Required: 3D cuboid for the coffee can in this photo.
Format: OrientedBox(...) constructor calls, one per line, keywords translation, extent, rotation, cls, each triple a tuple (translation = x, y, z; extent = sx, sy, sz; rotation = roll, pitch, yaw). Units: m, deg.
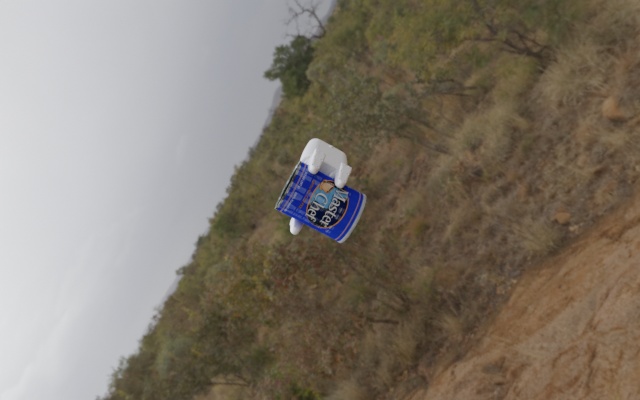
OrientedBox(translation=(0.000, 0.003, 0.891), extent=(0.140, 0.103, 0.103), rotation=(28, -4, -8), cls="coffee can")
